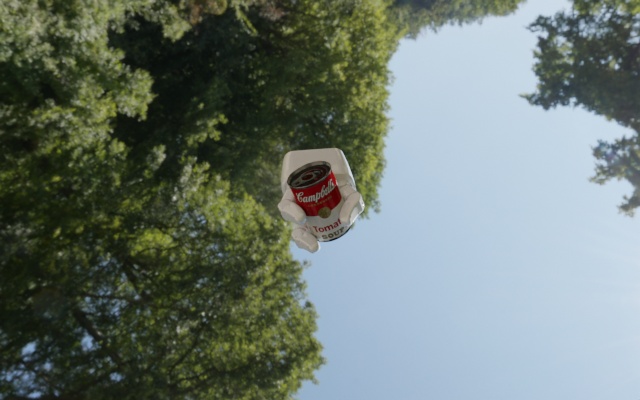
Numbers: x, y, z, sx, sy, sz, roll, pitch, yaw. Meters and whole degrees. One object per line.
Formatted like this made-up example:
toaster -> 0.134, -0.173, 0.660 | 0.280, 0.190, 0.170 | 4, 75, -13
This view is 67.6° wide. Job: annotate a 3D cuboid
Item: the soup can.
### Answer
soup can -> 0.000, 0.003, 0.704 | 0.068, 0.102, 0.068 | -17, 30, 10
